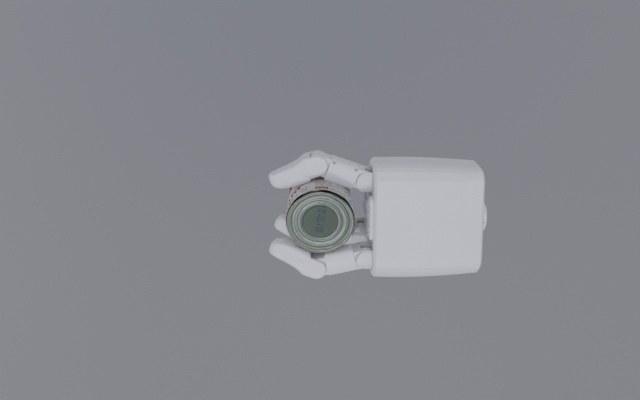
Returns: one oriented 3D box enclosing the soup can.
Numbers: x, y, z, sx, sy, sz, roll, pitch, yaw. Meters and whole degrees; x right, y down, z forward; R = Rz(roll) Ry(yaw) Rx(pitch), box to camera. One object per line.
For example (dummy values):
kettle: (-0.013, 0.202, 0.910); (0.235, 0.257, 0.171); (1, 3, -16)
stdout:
soup can: (0.000, 0.002, 0.496); (0.068, 0.068, 0.102); (0, 24, 0)
